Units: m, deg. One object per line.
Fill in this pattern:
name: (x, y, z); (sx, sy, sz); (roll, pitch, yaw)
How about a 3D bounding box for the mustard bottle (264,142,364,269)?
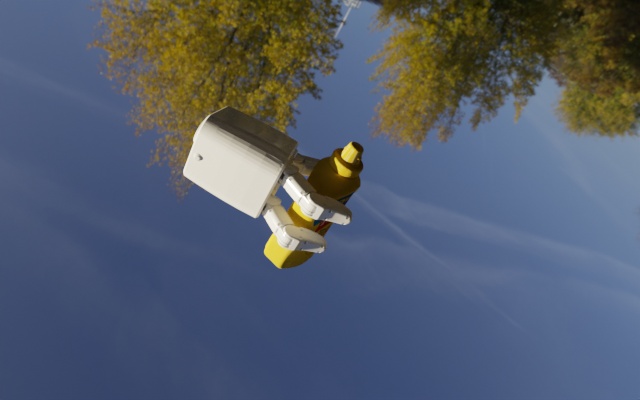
mustard bottle: (0.000, 0.002, 0.607); (0.058, 0.192, 0.096); (44, 37, 15)
